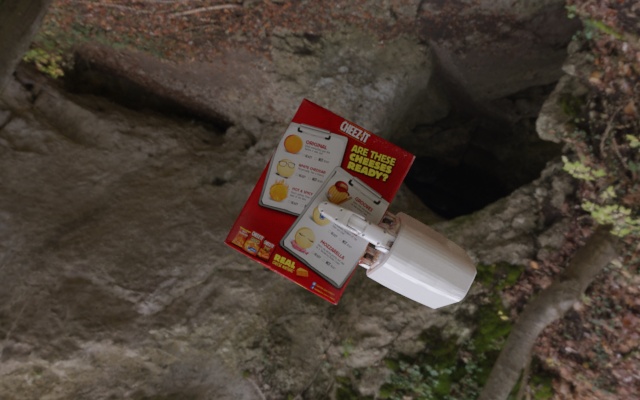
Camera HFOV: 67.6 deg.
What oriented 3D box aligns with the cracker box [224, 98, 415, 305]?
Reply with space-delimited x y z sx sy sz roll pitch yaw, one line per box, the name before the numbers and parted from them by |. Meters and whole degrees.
cracker box | 0.000 0.002 0.630 0.164 0.213 0.072 28 -4 3
